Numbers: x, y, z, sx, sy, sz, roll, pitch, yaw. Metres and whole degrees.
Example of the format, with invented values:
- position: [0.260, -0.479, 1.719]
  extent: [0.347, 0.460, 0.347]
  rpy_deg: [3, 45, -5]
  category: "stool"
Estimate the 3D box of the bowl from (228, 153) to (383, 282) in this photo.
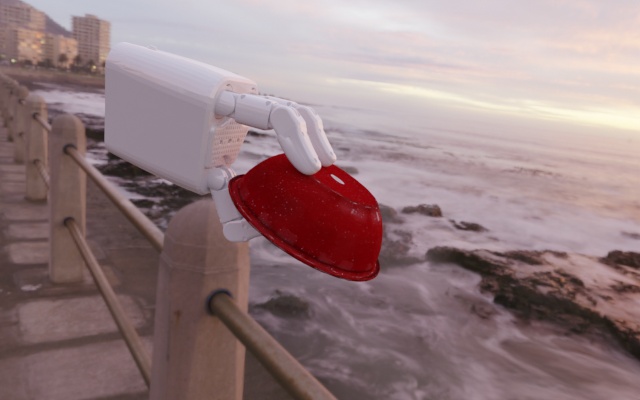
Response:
- position: [0.001, 0.002, 0.438]
  extent: [0.162, 0.055, 0.162]
  rpy_deg: [30, 16, -10]
  category: "bowl"
